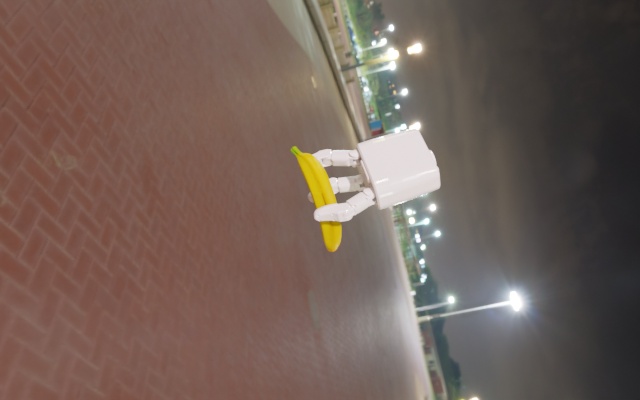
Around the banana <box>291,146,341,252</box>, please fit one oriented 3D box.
[{"bbox_3d":[0.004,0.003,0.788,0.037,0.198,0.069,-22,17,-11],"label":"banana"}]
